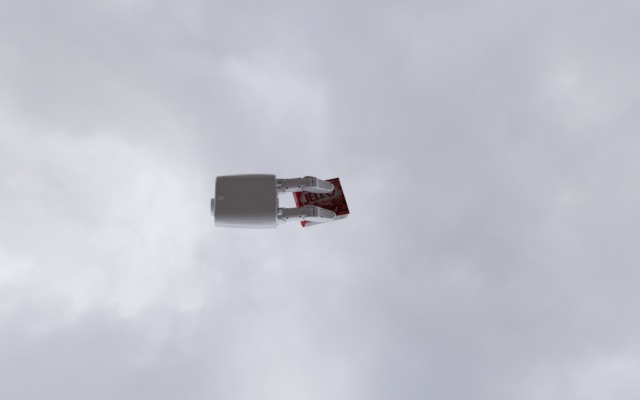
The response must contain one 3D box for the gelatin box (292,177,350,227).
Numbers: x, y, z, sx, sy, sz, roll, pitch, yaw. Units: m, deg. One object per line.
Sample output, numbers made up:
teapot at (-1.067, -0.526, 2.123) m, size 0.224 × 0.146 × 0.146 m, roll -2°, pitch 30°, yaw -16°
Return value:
gelatin box at (0.000, 0.003, 0.860) m, size 0.089 × 0.073 × 0.030 m, roll -11°, pitch -20°, yaw -15°
